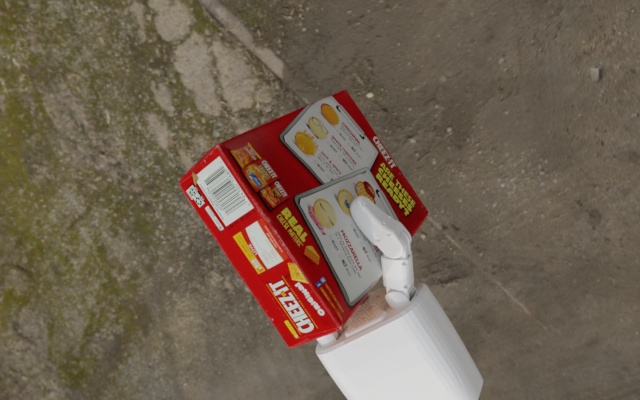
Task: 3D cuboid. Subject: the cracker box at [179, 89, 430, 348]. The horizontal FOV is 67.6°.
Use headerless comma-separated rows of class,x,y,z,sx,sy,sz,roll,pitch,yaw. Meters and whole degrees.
cracker box,0.000,0.001,0.443,0.072,0.164,0.213,-32,4,37
